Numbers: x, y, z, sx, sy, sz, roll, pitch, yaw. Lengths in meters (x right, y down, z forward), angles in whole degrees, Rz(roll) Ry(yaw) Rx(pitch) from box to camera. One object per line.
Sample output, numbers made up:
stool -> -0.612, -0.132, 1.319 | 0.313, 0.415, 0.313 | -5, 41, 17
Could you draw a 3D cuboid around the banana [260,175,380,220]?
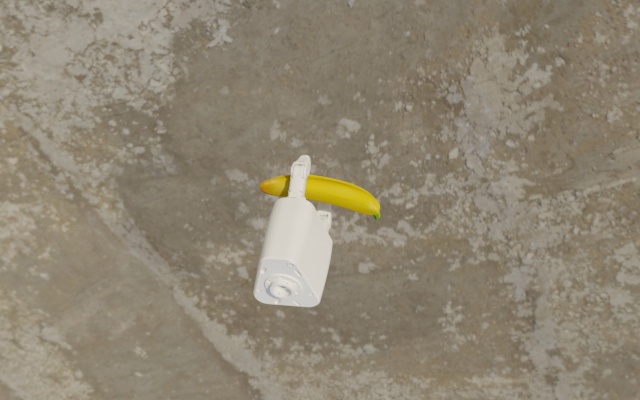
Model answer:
banana -> 0.009, -0.007, 0.716 | 0.198, 0.037, 0.070 | 16, -37, -11
